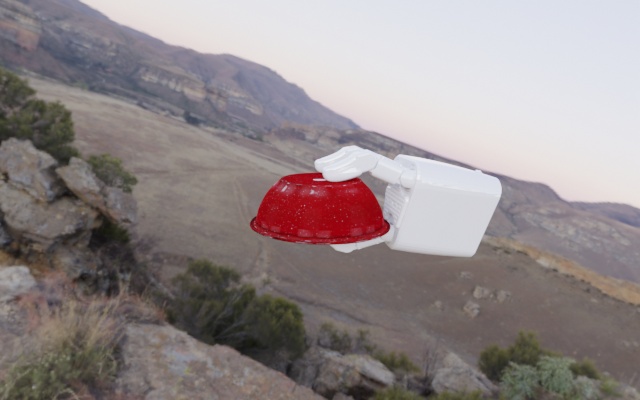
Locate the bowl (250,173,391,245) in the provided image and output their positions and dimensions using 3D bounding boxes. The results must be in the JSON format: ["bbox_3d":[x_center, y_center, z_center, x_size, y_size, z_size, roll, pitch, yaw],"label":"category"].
[{"bbox_3d":[-0.001,0.001,0.544,0.162,0.055,0.162,1,12,0],"label":"bowl"}]
